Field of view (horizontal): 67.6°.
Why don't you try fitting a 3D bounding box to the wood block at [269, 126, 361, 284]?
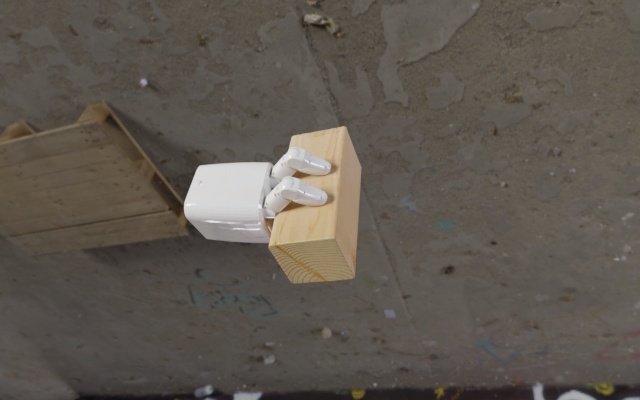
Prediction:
[{"bbox_3d":[0.000,0.003,0.669,0.090,0.206,0.091,-8,-43,17],"label":"wood block"}]
